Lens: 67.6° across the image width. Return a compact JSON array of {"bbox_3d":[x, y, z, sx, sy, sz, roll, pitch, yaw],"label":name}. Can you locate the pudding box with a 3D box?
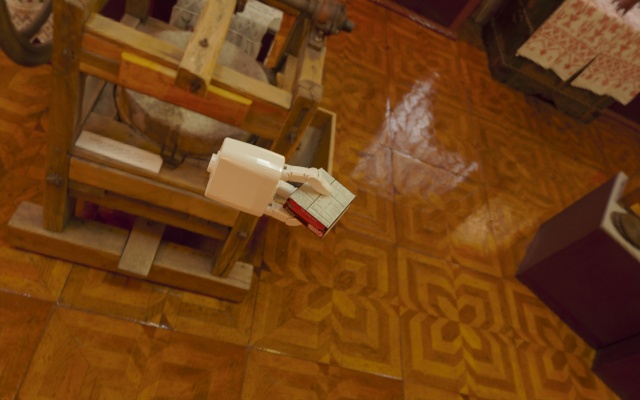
[{"bbox_3d":[0.000,0.003,0.852,0.113,0.090,0.039,-46,-5,-42],"label":"pudding box"}]
